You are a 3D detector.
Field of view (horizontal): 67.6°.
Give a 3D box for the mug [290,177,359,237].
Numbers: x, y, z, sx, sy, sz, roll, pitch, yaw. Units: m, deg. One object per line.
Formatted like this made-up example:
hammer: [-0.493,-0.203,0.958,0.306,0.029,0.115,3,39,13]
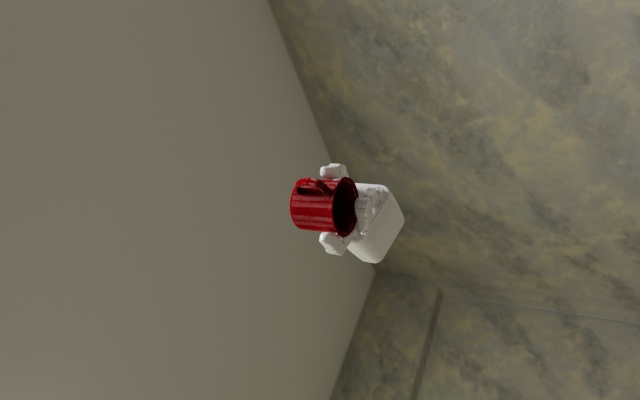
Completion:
mug: [-0.001,0.002,0.743,0.081,0.093,0.117,3,-28,30]
